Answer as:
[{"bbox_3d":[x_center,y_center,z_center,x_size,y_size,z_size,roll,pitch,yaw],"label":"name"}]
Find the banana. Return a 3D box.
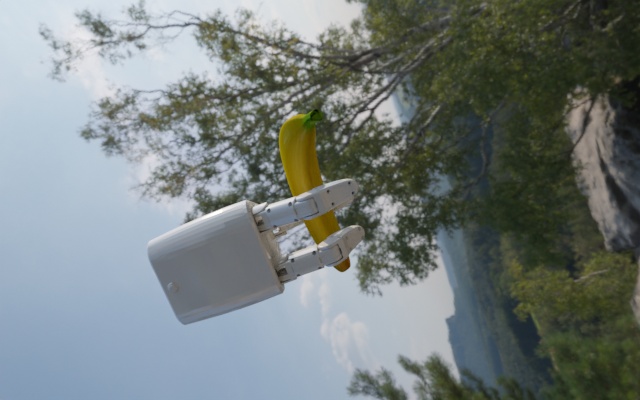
[{"bbox_3d":[-0.008,-0.010,0.494,0.037,0.198,0.069,-24,37,-13],"label":"banana"}]
